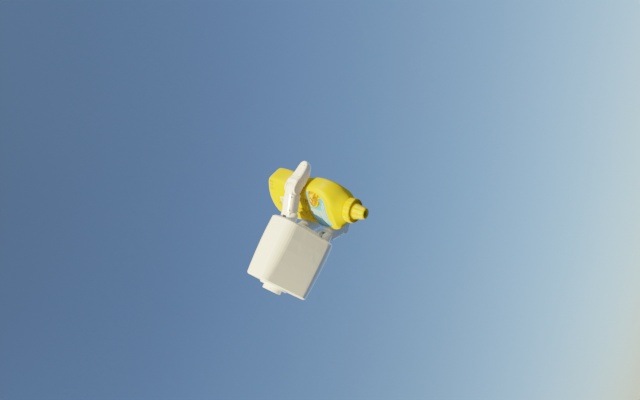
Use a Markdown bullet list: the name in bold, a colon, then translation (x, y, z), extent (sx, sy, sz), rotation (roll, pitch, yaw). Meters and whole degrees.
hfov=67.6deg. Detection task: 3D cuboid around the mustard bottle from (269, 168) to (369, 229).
- **mustard bottle**: translation (0.000, 0.002, 0.820), extent (0.191, 0.096, 0.058), rotation (15, 49, 40)
